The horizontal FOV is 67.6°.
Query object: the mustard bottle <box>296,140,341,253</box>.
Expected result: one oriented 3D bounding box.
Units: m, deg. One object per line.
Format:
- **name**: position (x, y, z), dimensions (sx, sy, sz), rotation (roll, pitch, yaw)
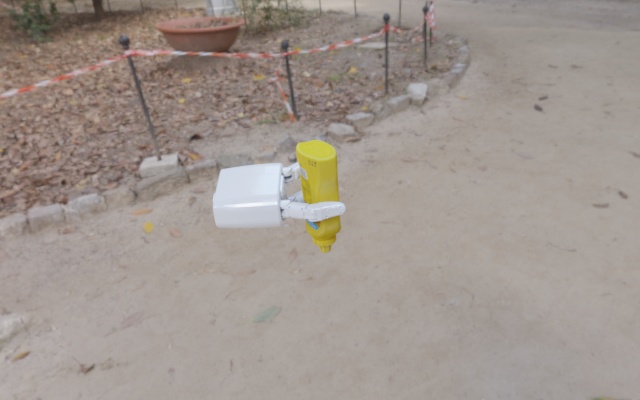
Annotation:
- **mustard bottle**: position (0.000, 0.002, 0.795), dimensions (0.058, 0.192, 0.096), rotation (-15, 28, -19)
